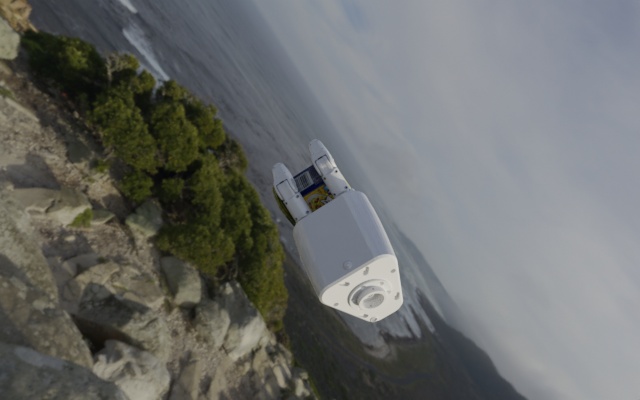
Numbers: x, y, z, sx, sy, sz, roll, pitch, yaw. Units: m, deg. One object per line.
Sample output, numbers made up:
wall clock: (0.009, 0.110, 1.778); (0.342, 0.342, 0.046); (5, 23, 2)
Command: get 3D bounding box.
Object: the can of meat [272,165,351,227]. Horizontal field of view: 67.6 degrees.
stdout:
can of meat: (0.000, 0.002, 0.625); (0.084, 0.102, 0.057); (-32, 40, 8)
